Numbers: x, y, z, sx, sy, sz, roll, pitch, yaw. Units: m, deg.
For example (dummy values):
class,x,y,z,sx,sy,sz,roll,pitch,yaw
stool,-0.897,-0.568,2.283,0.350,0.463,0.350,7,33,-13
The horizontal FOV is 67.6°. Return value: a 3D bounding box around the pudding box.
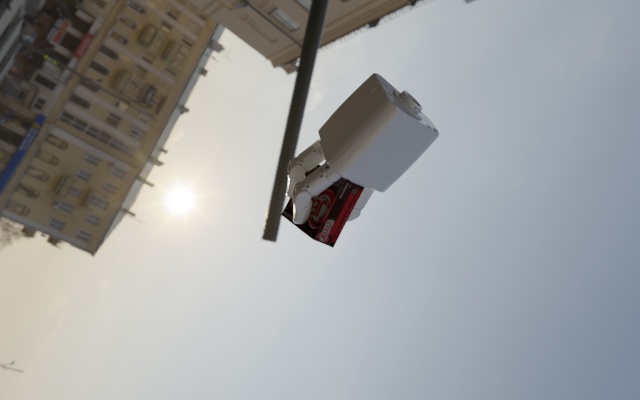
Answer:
class,x,y,z,sx,sy,sz,roll,pitch,yaw
pudding box,0.000,0.002,0.646,0.039,0.090,0.113,27,1,-29
